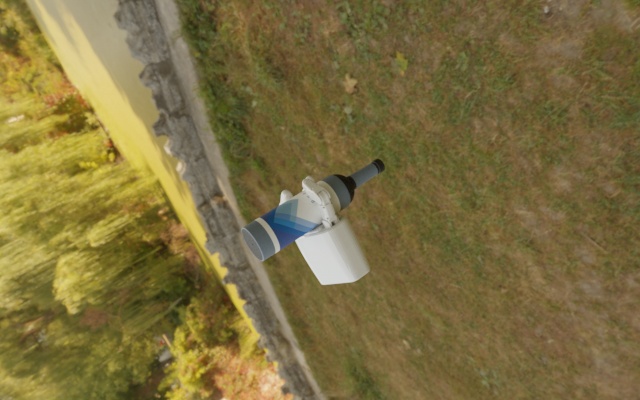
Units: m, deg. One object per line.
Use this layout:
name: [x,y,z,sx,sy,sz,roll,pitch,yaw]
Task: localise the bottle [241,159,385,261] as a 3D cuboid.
bottle: [0.000,0.003,0.858,0.295,0.069,0.069,-32,14,-23]
